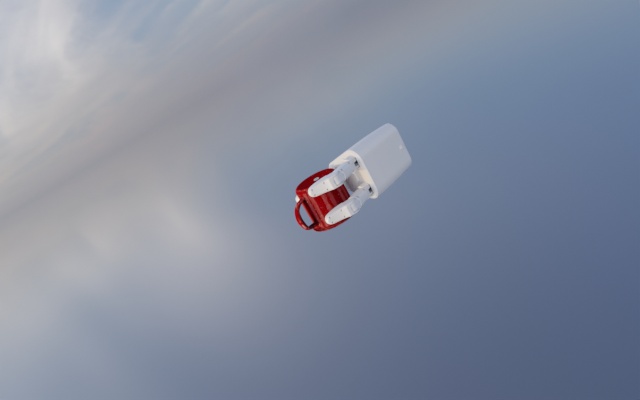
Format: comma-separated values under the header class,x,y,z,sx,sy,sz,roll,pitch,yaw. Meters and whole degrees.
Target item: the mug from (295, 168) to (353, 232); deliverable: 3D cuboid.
class,x,y,z,sx,sy,sz,roll,pitch,yaw
mug,-0.001,0.003,0.839,0.117,0.081,0.093,-39,19,-28
